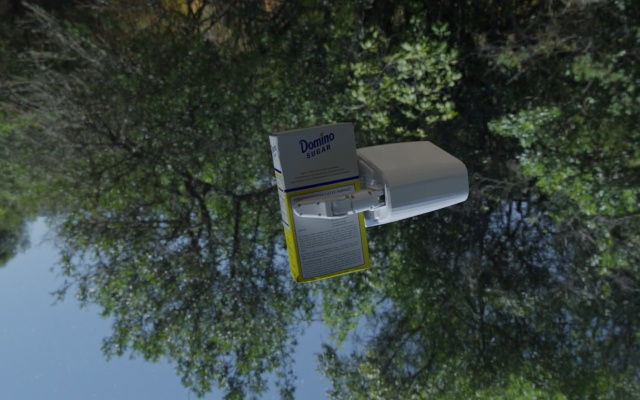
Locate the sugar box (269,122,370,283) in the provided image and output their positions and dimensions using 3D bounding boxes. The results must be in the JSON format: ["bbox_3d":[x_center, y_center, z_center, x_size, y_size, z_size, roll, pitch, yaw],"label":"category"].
[{"bbox_3d":[0.000,0.002,0.561,0.093,0.176,0.048,-11,11,-15],"label":"sugar box"}]
